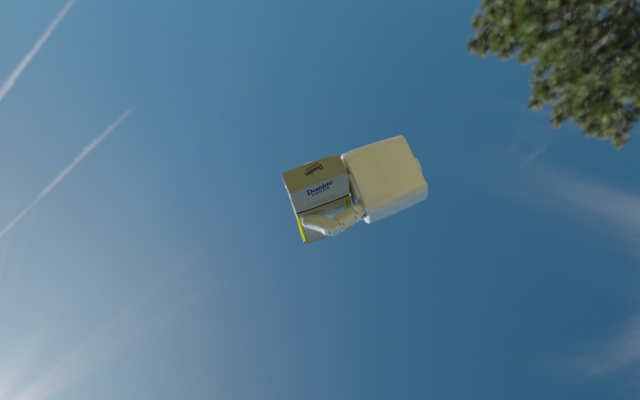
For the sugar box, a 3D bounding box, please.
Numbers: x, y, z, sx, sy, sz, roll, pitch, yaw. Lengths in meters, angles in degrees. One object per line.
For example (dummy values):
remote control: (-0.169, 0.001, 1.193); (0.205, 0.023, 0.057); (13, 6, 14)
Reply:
sugar box: (0.000, 0.002, 0.770); (0.093, 0.048, 0.176); (-19, -33, -5)
